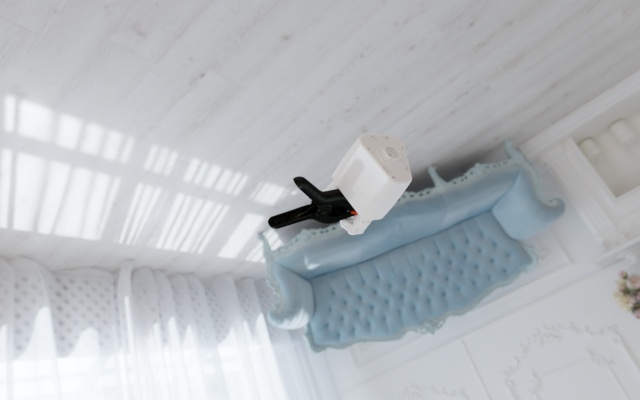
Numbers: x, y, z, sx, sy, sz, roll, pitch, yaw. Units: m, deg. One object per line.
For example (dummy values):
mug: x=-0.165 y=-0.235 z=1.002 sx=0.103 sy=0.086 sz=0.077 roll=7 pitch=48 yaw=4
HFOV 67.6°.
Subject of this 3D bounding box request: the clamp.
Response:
clamp: x=0.000 y=0.003 z=0.845 sx=0.171 sy=0.039 sz=0.120 roll=-5 pitch=-34 yaw=-30
